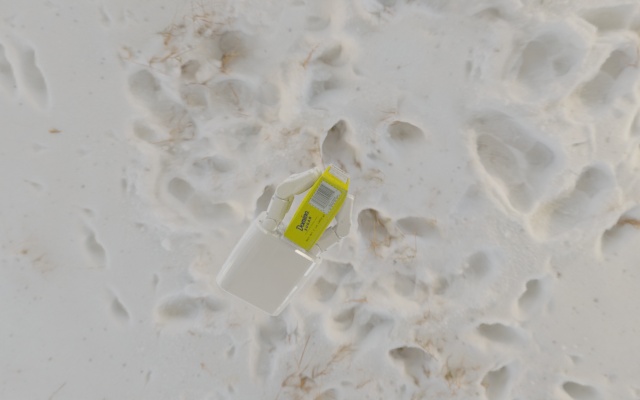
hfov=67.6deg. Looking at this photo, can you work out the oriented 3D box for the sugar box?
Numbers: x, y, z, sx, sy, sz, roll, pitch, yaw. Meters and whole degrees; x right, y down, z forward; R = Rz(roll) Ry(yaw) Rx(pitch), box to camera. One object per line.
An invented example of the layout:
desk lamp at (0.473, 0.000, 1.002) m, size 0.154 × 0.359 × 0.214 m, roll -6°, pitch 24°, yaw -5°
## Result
sugar box at (0.000, 0.002, 0.671) m, size 0.048 × 0.093 × 0.176 m, roll 33°, pitch 10°, yaw -4°
